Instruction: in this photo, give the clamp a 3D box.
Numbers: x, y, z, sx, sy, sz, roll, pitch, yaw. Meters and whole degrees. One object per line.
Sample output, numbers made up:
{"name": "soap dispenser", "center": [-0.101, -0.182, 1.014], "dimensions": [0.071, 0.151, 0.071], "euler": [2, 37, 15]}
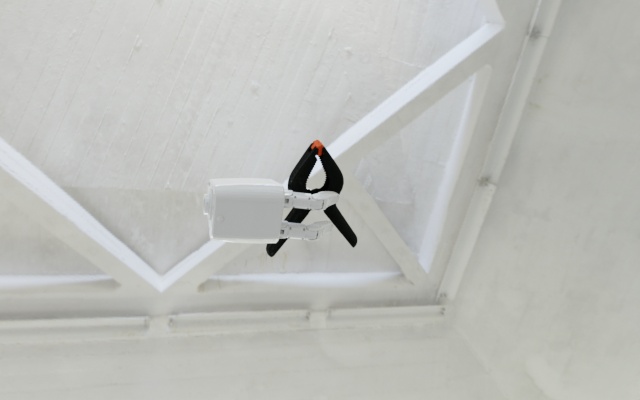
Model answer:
{"name": "clamp", "center": [0.000, 0.002, 0.804], "dimensions": [0.164, 0.210, 0.036], "euler": [1, 26, -20]}
